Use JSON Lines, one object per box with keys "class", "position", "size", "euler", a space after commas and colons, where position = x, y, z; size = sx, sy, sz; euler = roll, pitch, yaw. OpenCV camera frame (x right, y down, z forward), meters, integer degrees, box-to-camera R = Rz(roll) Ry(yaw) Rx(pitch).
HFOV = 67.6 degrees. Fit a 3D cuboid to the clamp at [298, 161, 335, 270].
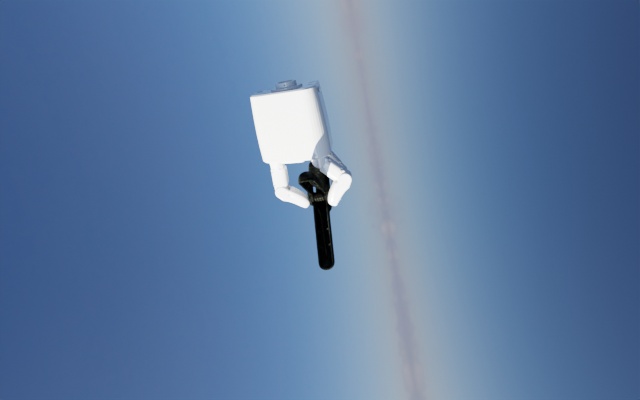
{"class": "clamp", "position": [-0.001, 0.002, 0.780], "size": [0.036, 0.165, 0.210], "euler": [-8, 21, 7]}
